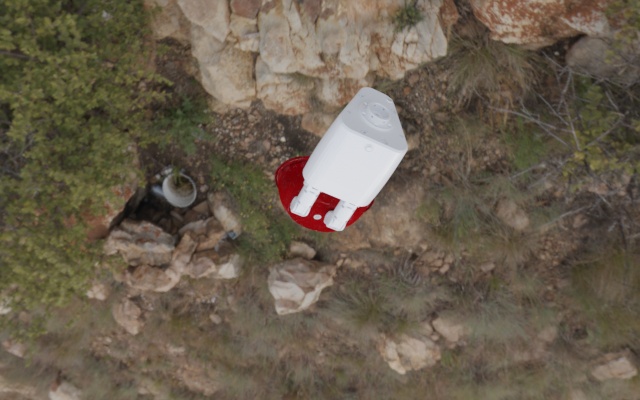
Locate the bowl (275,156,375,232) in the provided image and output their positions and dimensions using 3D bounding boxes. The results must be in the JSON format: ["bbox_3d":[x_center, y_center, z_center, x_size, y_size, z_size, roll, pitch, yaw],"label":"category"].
[{"bbox_3d":[0.000,0.003,0.738,0.162,0.055,0.162,11,-32,7],"label":"bowl"}]
